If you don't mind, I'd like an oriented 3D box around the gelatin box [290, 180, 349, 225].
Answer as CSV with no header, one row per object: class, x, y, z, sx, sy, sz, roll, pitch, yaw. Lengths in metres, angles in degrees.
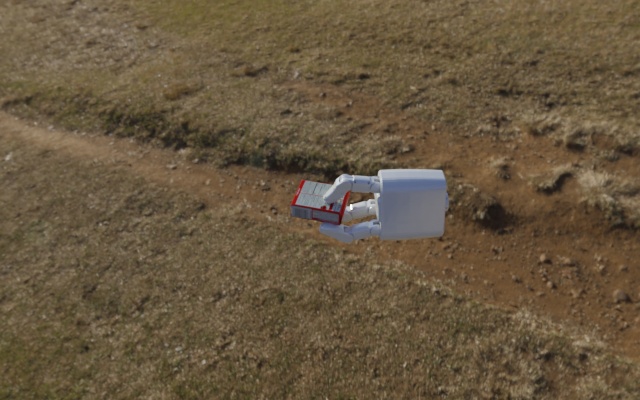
gelatin box,0.000,0.002,0.821,0.089,0.030,0.073,10,41,9
